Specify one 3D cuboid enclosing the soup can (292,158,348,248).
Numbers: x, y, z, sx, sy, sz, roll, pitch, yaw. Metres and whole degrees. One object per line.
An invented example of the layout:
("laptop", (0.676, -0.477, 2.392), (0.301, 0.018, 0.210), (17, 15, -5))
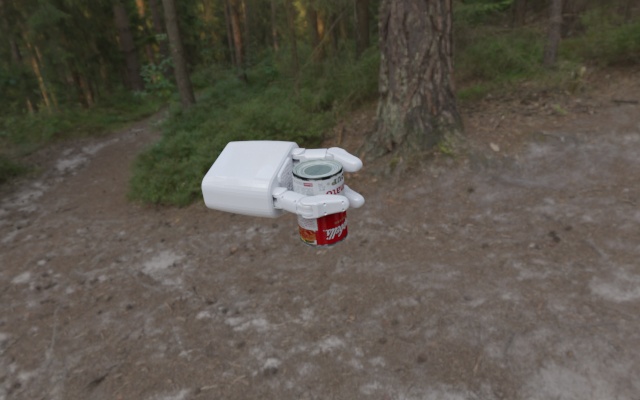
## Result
("soup can", (0.001, 0.002, 0.639), (0.068, 0.102, 0.068), (-4, 27, 2))
